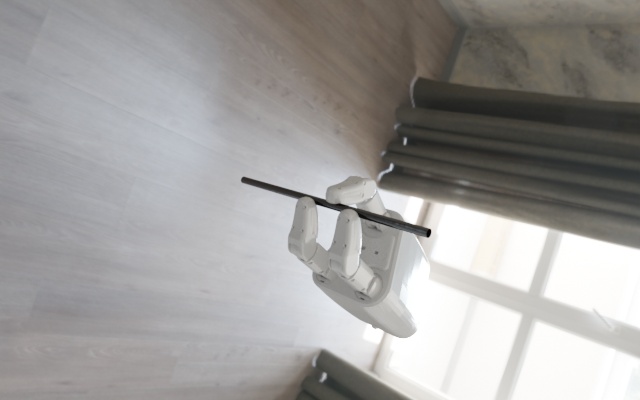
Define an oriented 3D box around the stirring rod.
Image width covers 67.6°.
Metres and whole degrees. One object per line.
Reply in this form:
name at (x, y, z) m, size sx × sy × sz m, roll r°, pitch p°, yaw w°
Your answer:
stirring rod at (0.000, 0.001, 0.463) m, size 0.239 × 0.011 × 0.011 m, roll 16°, pitch 11°, yaw 41°
